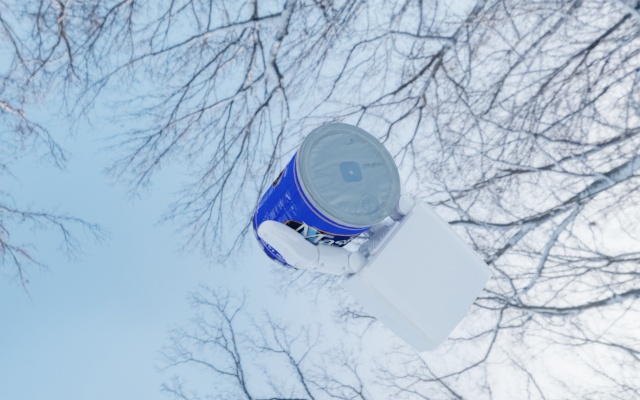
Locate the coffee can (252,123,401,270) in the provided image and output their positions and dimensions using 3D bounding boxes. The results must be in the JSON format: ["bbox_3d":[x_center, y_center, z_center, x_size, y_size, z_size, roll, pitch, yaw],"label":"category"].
[{"bbox_3d":[0.000,0.001,0.483,0.103,0.102,0.140,0,-23,-26],"label":"coffee can"}]
